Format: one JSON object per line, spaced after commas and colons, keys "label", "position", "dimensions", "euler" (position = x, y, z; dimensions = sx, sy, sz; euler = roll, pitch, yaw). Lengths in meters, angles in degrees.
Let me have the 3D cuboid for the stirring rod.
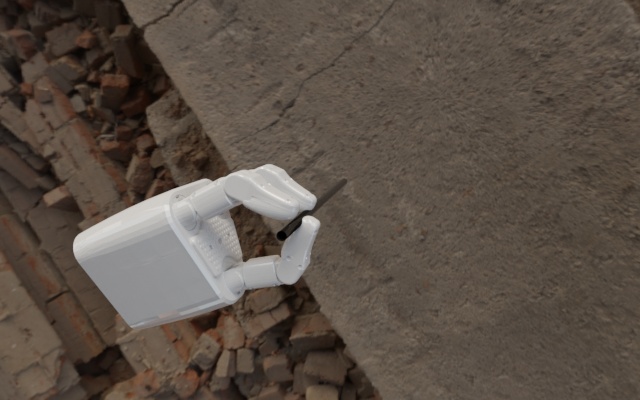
{"label": "stirring rod", "position": [0.000, 0.002, 0.463], "dimensions": [0.011, 0.011, 0.239], "euler": [0, 12, 14]}
